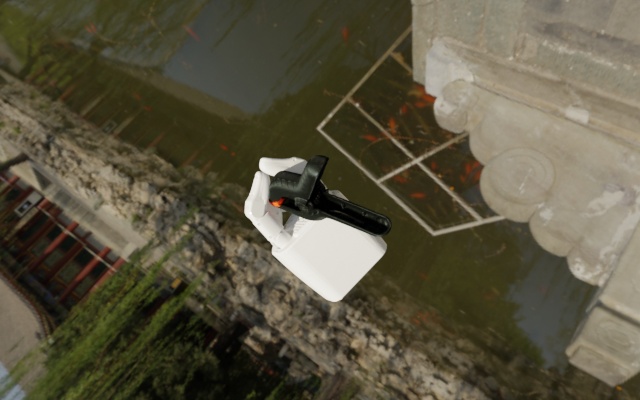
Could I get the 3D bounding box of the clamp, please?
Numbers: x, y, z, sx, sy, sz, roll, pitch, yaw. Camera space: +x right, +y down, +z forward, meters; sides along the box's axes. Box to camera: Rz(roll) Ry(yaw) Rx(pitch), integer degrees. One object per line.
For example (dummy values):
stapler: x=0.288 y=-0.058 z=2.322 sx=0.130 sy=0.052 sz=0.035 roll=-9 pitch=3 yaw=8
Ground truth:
clamp: x=0.000 y=0.002 z=0.541 sx=0.120 sy=0.039 sz=0.171 roll=45 pitch=-20 yaw=-18
